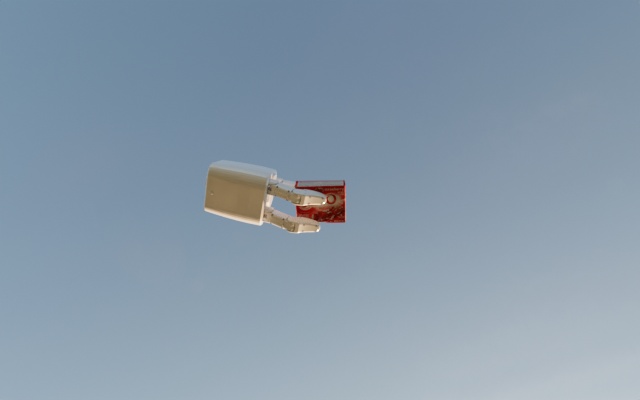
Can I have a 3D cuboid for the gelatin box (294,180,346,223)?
[{"bbox_3d":[0.000,0.003,0.845,0.089,0.073,0.030,-1,25,2],"label":"gelatin box"}]
